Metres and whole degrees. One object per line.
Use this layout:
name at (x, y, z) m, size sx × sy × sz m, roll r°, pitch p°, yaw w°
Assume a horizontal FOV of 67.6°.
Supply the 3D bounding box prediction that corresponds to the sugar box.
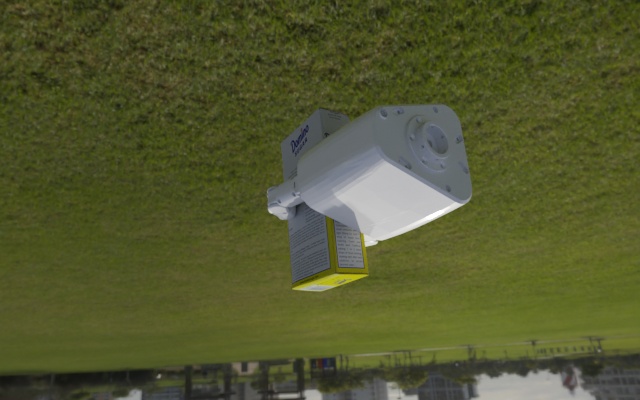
sugar box at (0.001, 0.002, 0.510) m, size 0.048 × 0.176 × 0.093 m, roll 9°, pitch -23°, yaw -30°
